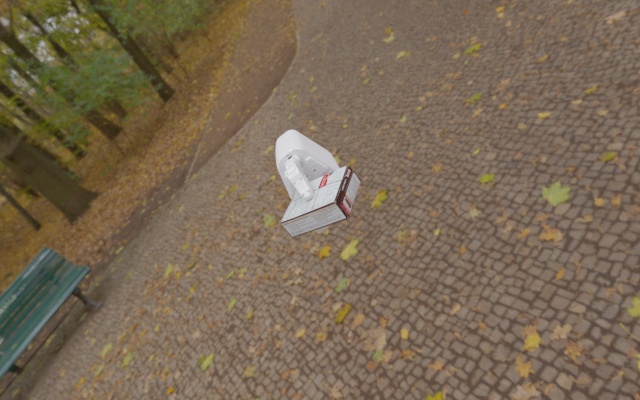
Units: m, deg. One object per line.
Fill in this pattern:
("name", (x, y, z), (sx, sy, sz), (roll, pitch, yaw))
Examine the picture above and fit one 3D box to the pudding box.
("pudding box", (0.000, 0.002, 0.735), (0.113, 0.039, 0.090), (-23, 31, 35))
